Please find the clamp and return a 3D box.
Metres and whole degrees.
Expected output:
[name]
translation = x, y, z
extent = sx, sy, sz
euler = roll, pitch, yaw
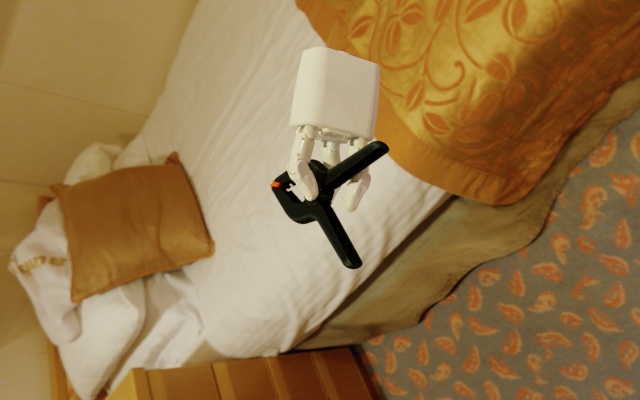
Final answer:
[clamp]
translation = -0.001, 0.002, 0.662
extent = 0.036, 0.164, 0.210
euler = 14, -7, -42
